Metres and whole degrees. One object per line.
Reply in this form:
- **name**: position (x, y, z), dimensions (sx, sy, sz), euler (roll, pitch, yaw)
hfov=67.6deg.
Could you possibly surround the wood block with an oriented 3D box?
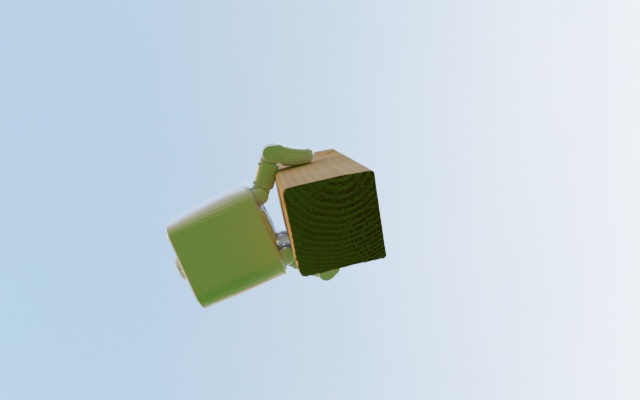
- **wood block**: position (0.000, 0.002, 0.549), dimensions (0.090, 0.091, 0.206), euler (-12, 14, -6)
